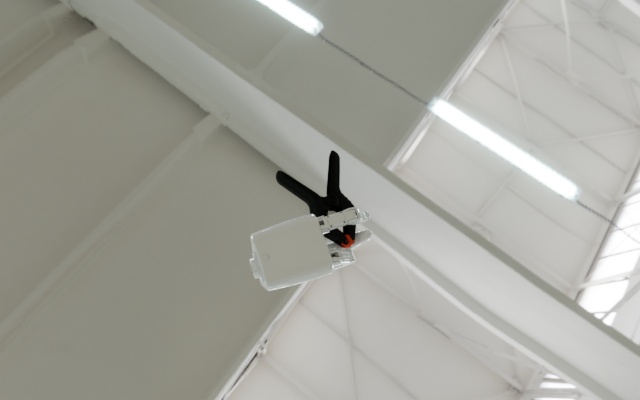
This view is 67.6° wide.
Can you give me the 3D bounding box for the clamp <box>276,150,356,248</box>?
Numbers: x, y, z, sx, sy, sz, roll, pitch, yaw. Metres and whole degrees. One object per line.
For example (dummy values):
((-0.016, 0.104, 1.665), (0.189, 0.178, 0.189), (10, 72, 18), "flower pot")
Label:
((0.000, 0.003, 0.801), (0.120, 0.171, 0.039), (-16, -18, -14), "clamp")
